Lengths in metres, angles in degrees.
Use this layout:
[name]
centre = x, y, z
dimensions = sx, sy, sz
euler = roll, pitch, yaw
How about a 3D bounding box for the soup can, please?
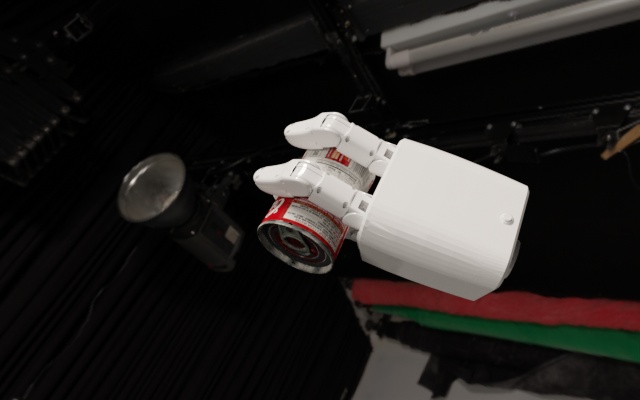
[soup can]
centre = 0.000, 0.001, 0.409
dimensions = 0.068, 0.102, 0.069
euler = 21, -31, 13
